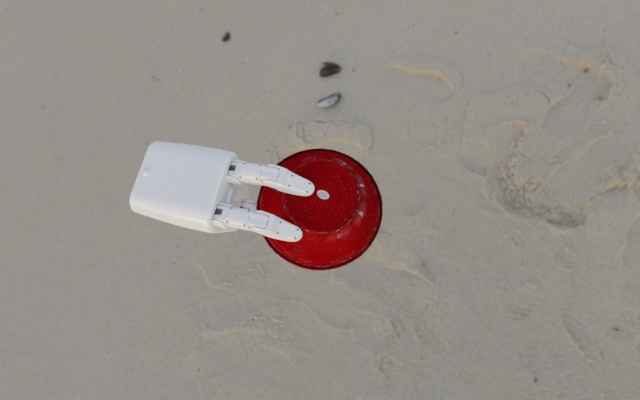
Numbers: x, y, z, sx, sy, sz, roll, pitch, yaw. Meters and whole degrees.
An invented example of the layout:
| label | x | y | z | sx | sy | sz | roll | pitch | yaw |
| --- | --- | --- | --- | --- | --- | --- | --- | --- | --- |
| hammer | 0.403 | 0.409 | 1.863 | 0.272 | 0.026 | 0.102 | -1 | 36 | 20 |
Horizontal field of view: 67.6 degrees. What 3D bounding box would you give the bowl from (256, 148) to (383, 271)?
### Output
| label | x | y | z | sx | sy | sz | roll | pitch | yaw |
| --- | --- | --- | --- | --- | --- | --- | --- | --- | --- |
| bowl | 0.001 | 0.002 | 0.585 | 0.162 | 0.162 | 0.055 | 0 | -16 | -2 |
